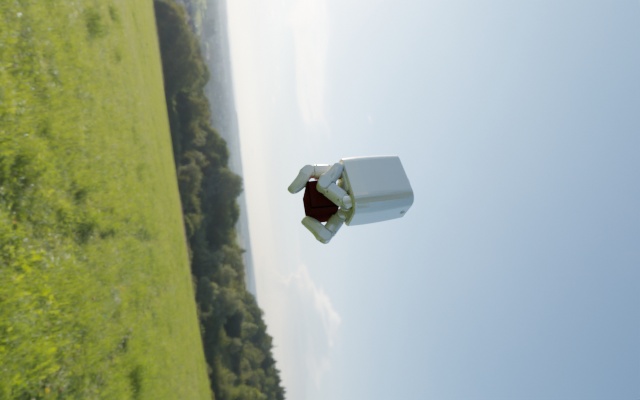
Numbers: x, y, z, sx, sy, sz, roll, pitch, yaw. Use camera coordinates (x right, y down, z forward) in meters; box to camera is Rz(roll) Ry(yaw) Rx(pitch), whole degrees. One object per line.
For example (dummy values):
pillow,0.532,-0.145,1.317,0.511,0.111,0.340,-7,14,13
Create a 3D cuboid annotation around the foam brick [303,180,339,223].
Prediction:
foam brick,0.000,0.003,0.835,0.051,0.053,0.078,-6,-21,-10
